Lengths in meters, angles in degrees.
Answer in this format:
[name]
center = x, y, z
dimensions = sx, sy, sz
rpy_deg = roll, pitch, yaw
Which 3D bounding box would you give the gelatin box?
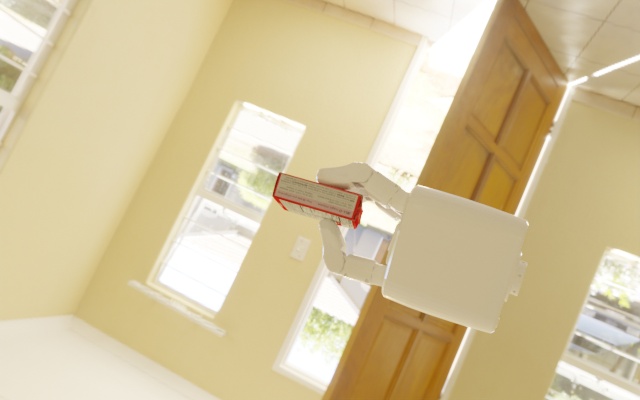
[gelatin box]
center = 0.000, 0.002, 0.502
dimensions = 0.089, 0.030, 0.073
rpy_deg = 15, -9, 8
